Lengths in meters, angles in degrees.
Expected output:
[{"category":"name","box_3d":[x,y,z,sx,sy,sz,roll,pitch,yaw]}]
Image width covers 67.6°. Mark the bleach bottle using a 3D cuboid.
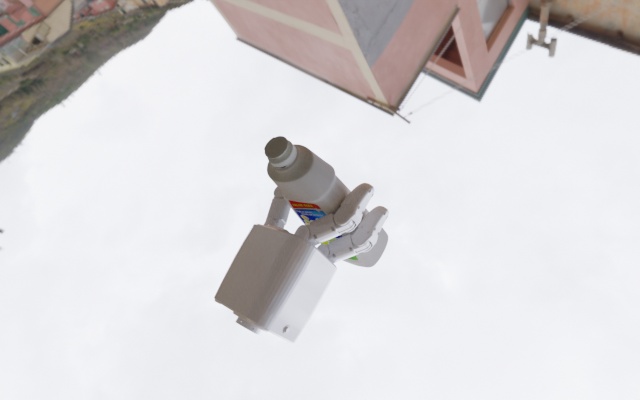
[{"category":"bleach bottle","box_3d":[0.000,0.002,0.592,0.102,0.068,0.251,19,-18,35]}]
